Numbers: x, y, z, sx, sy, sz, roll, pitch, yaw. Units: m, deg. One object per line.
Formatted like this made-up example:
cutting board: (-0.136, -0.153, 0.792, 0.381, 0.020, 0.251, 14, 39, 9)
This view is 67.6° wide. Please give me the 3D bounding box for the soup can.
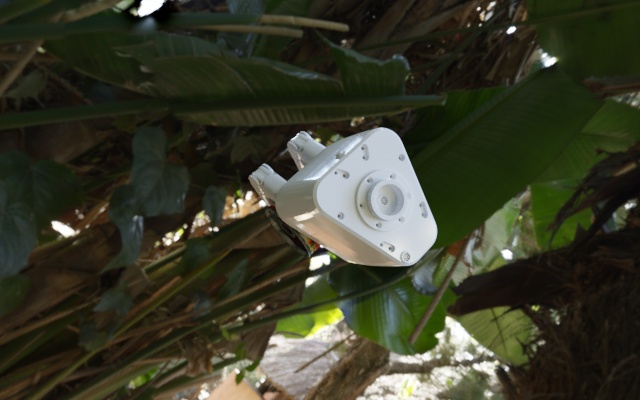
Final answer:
soup can: (0.000, 0.002, 0.511, 0.102, 0.068, 0.068, -43, 15, -17)
